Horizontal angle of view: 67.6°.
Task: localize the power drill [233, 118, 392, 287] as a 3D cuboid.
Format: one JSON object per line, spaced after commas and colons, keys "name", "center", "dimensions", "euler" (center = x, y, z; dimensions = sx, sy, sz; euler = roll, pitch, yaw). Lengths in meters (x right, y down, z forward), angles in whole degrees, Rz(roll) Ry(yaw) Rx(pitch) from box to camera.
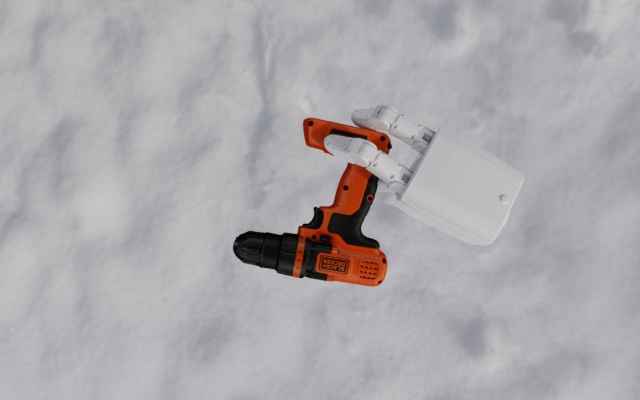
{"name": "power drill", "center": [0.000, 0.001, 0.565], "dimensions": [0.184, 0.187, 0.057], "euler": [10, 5, -6]}
